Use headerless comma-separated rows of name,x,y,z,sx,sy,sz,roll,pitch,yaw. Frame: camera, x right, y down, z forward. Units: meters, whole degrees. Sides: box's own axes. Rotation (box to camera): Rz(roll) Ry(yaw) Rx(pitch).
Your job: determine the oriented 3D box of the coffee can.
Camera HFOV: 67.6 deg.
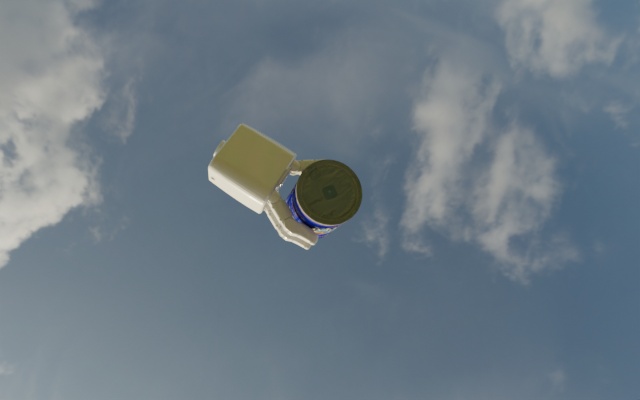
coffee can,0.000,0.003,0.784,0.103,0.102,0.140,0,-13,-12
